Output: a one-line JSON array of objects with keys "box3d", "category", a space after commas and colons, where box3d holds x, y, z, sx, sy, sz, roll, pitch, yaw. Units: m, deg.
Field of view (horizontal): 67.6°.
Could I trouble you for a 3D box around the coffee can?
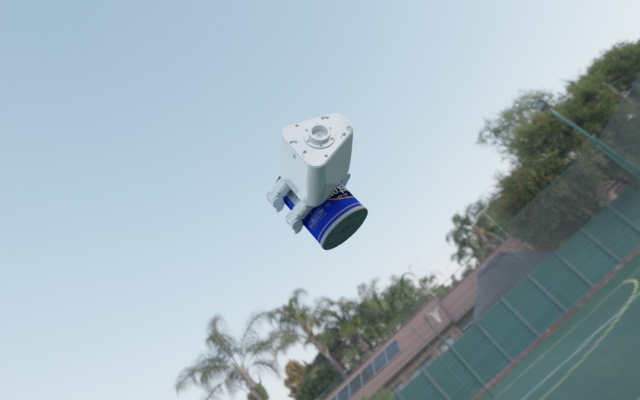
[{"box3d": [0.000, 0.003, 0.843, 0.140, 0.103, 0.103, 48, 22, 22], "category": "coffee can"}]
